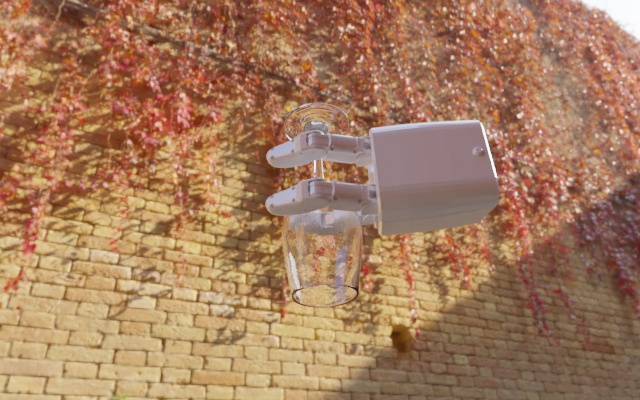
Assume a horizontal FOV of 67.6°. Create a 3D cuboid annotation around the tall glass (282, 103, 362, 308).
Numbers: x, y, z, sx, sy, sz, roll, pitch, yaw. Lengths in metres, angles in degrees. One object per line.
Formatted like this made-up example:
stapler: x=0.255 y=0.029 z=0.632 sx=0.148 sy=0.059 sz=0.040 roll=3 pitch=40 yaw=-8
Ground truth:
tall glass: x=0.000 y=0.001 z=0.482 sx=0.079 sy=0.201 sz=0.079 roll=-2 pitch=-31 yaw=-1
